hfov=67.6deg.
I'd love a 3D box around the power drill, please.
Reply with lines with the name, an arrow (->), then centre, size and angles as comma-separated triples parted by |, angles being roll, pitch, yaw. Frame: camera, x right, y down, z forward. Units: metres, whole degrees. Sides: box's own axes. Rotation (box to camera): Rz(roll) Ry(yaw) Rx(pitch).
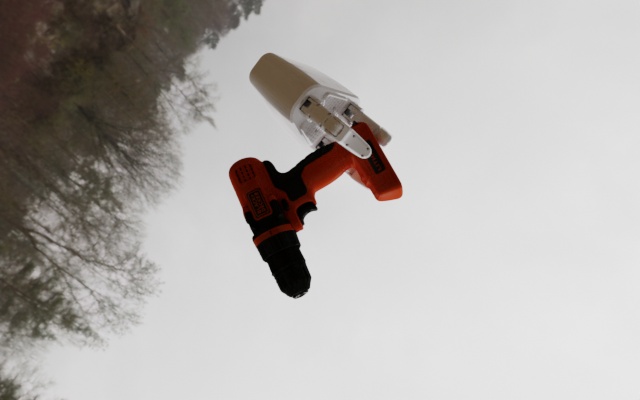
power drill -> 0.000, 0.001, 0.577 | 0.187, 0.184, 0.057 | -25, -14, -3
